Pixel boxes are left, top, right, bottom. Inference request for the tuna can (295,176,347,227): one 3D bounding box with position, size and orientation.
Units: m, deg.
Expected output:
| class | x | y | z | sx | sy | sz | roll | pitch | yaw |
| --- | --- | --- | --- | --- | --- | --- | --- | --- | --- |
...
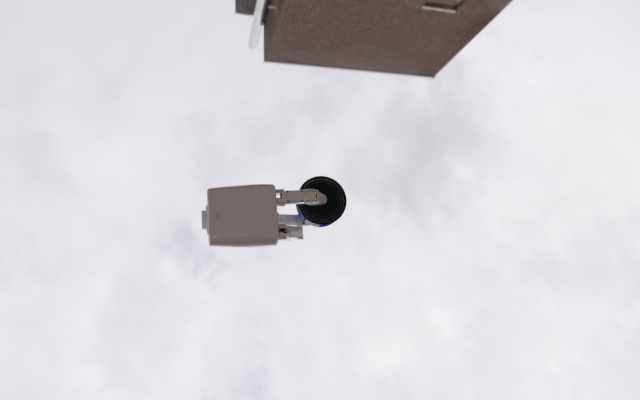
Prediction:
| class | x | y | z | sx | sy | sz | roll | pitch | yaw |
| --- | --- | --- | --- | --- | --- | --- | --- | --- | --- |
| tuna can | 0.000 | 0.003 | 0.823 | 0.086 | 0.086 | 0.034 | 0 | -12 | -10 |
